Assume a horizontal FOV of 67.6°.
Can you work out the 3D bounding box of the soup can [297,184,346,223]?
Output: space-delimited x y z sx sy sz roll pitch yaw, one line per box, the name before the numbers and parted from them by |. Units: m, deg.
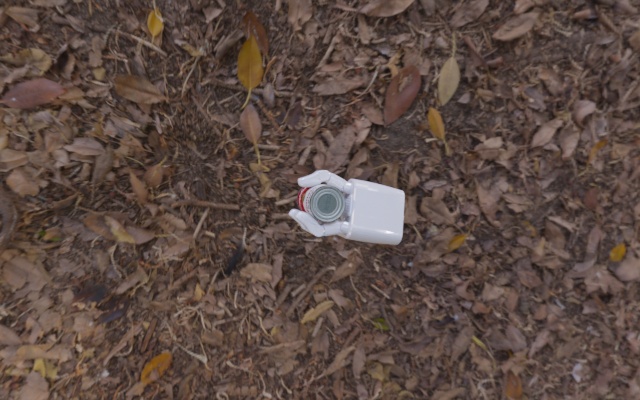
soup can | 0.000 0.003 0.885 0.068 0.068 0.102 0 4 -15
